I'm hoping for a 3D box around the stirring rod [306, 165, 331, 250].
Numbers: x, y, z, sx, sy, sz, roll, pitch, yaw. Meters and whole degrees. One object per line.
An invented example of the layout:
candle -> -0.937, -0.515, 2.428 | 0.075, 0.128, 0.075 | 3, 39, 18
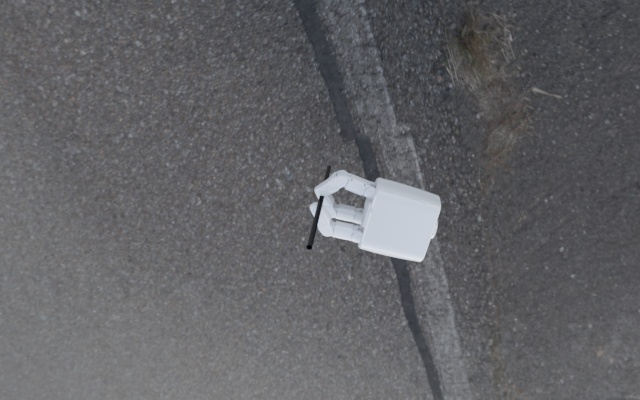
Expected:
stirring rod -> 0.000, 0.002, 0.756 | 0.011, 0.011, 0.239 | 0, 31, 9
